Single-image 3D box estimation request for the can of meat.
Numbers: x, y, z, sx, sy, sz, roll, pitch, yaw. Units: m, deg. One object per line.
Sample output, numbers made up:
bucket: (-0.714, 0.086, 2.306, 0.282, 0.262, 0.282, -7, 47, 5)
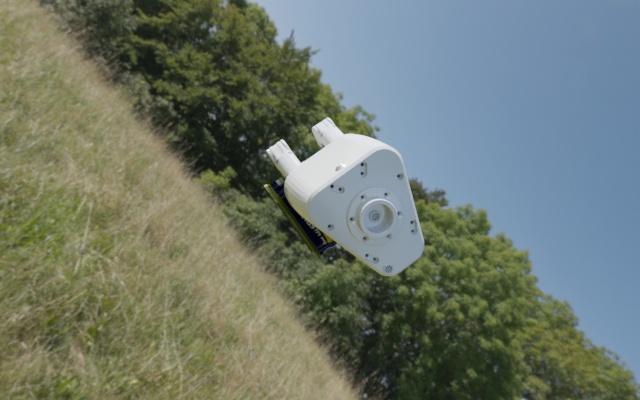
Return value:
can of meat: (0.000, 0.002, 0.540, 0.084, 0.102, 0.057, -36, 13, -3)
